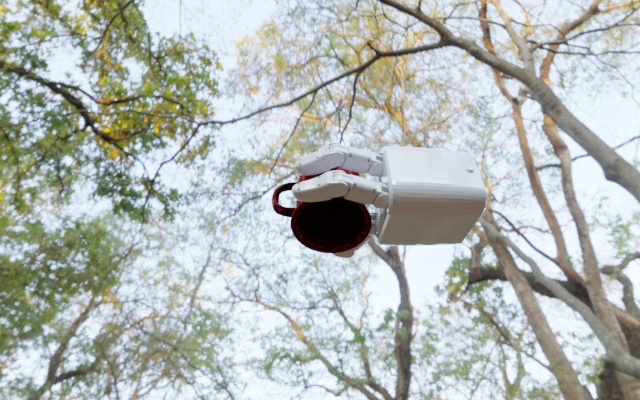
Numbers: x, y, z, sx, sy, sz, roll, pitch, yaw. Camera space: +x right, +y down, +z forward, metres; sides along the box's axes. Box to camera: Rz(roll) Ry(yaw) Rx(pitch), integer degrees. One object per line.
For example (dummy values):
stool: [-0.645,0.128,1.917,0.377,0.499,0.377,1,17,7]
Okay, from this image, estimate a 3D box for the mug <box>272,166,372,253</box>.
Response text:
mug: [-0.001,0.002,0.574,0.117,0.093,0.081,3,40,-3]
